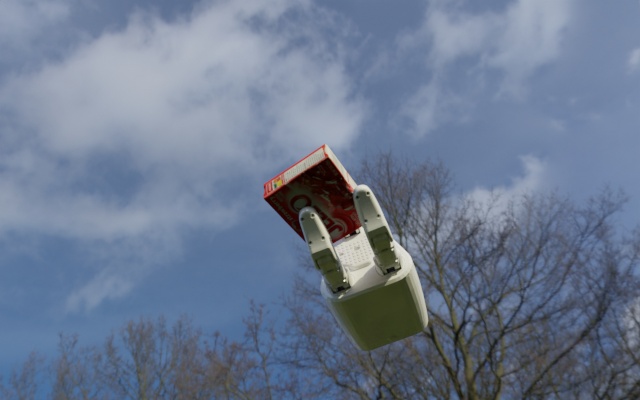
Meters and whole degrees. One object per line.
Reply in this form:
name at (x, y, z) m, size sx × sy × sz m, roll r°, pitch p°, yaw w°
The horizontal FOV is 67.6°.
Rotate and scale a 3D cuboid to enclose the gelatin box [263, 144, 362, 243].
gelatin box at (0.000, 0.001, 0.461) m, size 0.073 × 0.089 × 0.030 m, roll -32°, pitch 32°, yaw 13°
